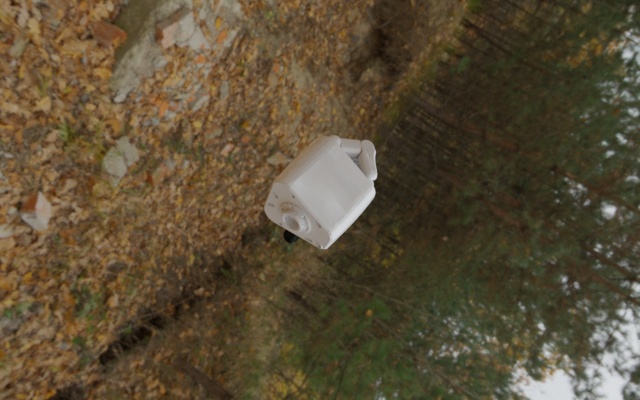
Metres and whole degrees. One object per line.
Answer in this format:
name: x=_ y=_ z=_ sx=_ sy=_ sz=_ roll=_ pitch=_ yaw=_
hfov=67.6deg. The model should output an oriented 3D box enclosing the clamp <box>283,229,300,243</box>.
clamp: x=0.001 y=0.003 z=0.758 sx=0.120 sy=0.039 sz=0.172 roll=-42 pitch=-15 yaw=-35
